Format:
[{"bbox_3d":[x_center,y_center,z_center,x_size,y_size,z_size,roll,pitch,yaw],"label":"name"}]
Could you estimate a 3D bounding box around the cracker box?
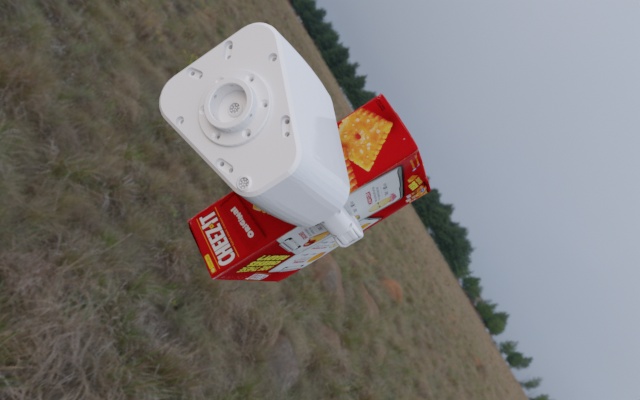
[{"bbox_3d":[0.000,0.002,0.489,0.214,0.072,0.164,-31,-18,9],"label":"cracker box"}]
